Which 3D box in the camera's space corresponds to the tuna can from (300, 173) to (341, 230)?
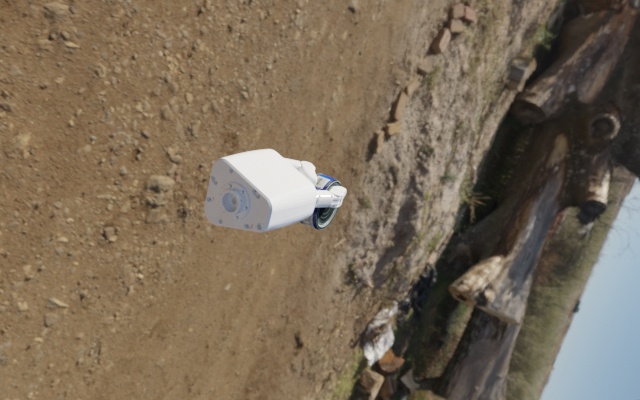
[{"bbox_3d":[0.001,0.003,0.756,0.033,0.086,0.086,21,8,23],"label":"tuna can"}]
